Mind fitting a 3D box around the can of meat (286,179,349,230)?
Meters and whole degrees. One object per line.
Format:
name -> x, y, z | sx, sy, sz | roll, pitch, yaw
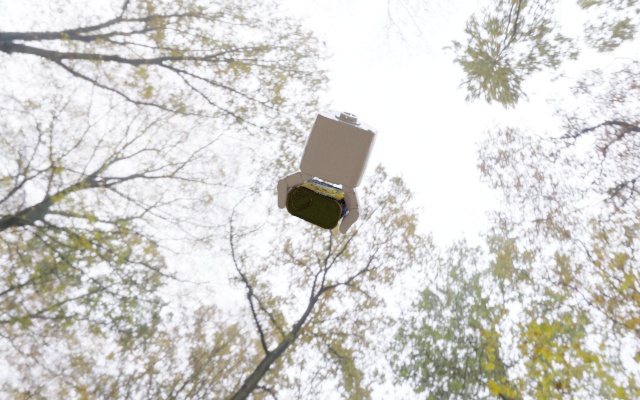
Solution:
can of meat -> 0.000, 0.003, 0.878 | 0.102, 0.057, 0.084 | 21, 22, 13
